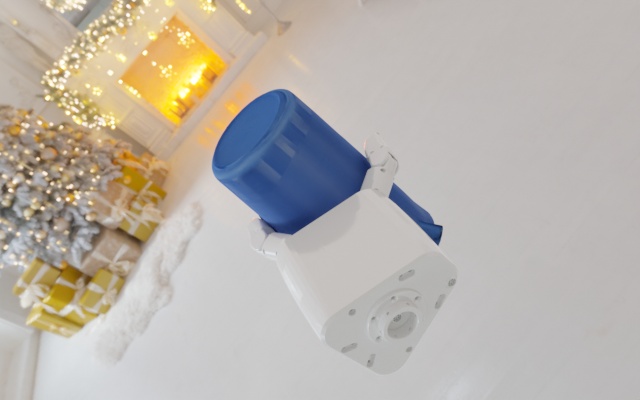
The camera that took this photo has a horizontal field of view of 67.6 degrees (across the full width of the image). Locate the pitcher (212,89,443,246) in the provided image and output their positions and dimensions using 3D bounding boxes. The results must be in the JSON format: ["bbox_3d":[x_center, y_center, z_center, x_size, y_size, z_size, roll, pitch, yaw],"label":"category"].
[{"bbox_3d":[0.000,0.002,0.514,0.243,0.149,0.145,40,8,-33],"label":"pitcher"}]
